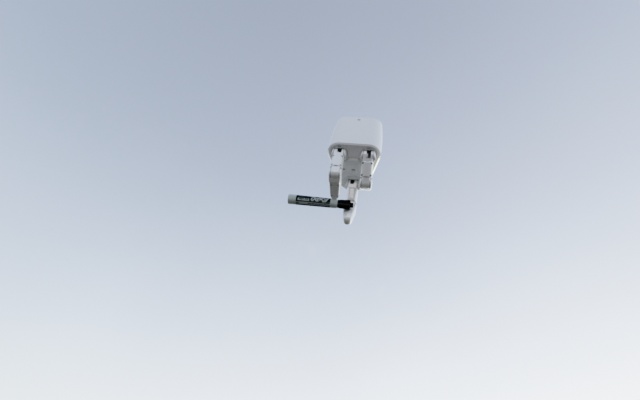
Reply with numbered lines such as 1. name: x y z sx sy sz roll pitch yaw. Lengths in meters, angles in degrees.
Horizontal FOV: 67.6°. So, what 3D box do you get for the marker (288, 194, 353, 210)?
1. marker: 0.000 0.003 0.879 0.121 0.020 0.020 6 1 8
